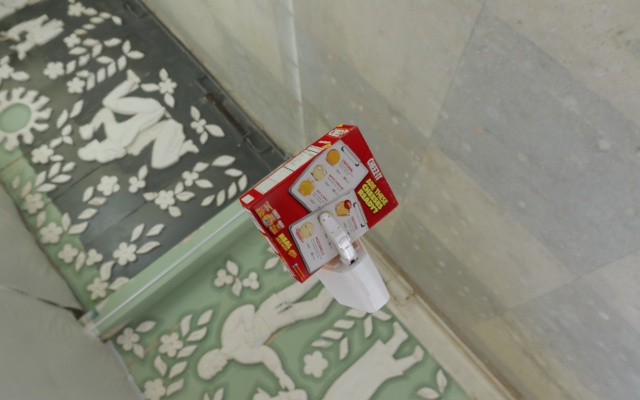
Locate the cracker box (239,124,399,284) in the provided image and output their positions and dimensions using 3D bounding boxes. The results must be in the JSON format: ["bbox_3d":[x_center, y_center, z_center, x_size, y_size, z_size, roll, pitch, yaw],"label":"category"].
[{"bbox_3d":[0.000,0.003,0.776,0.213,0.164,0.072,-38,26,-13],"label":"cracker box"}]
